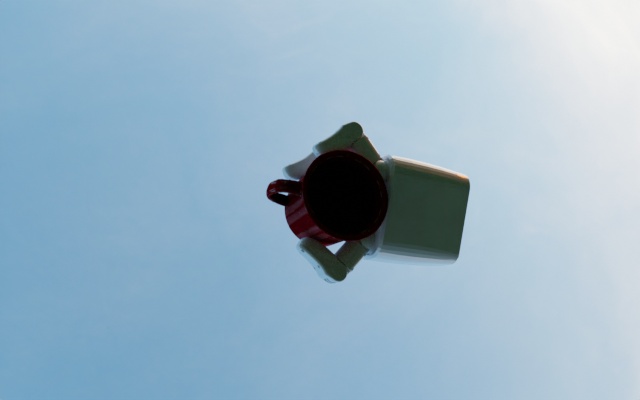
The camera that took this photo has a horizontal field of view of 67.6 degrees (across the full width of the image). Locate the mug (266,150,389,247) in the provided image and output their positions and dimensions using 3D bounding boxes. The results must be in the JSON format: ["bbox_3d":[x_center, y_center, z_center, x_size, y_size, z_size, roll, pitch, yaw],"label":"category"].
[{"bbox_3d":[-0.001,0.002,0.498,0.117,0.093,0.081,10,-18,-20],"label":"mug"}]
